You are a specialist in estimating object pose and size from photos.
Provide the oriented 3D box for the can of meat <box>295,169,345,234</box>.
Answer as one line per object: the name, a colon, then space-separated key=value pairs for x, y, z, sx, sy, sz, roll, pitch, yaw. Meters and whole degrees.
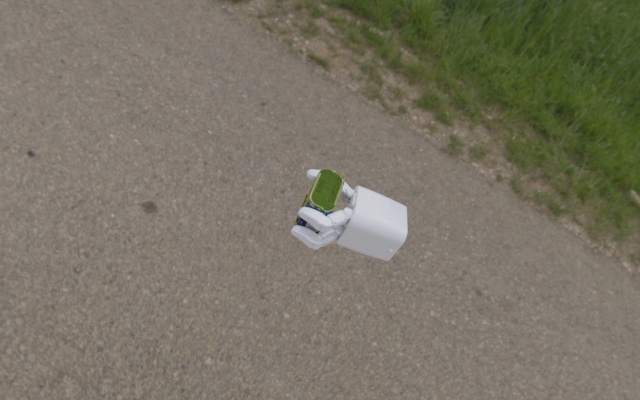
can of meat: x=0.000 y=0.003 z=0.879 sx=0.057 sy=0.102 sz=0.084 roll=24 pitch=-40 yaw=-3
